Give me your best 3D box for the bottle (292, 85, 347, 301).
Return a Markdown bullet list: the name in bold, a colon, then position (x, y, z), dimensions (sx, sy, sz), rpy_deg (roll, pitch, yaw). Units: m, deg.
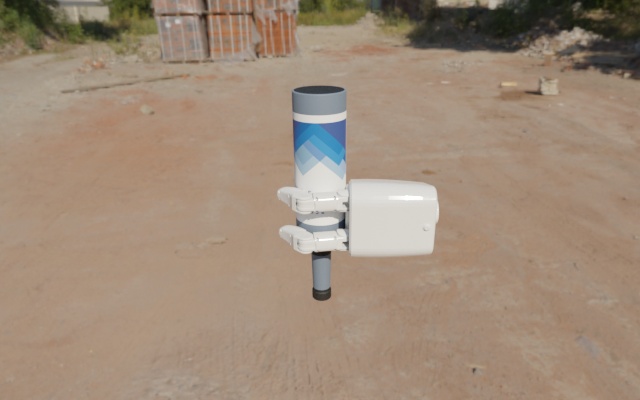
- **bottle**: position (0.000, 0.002, 0.633), dimensions (0.069, 0.296, 0.069), rpy_deg (-1, 23, 0)
